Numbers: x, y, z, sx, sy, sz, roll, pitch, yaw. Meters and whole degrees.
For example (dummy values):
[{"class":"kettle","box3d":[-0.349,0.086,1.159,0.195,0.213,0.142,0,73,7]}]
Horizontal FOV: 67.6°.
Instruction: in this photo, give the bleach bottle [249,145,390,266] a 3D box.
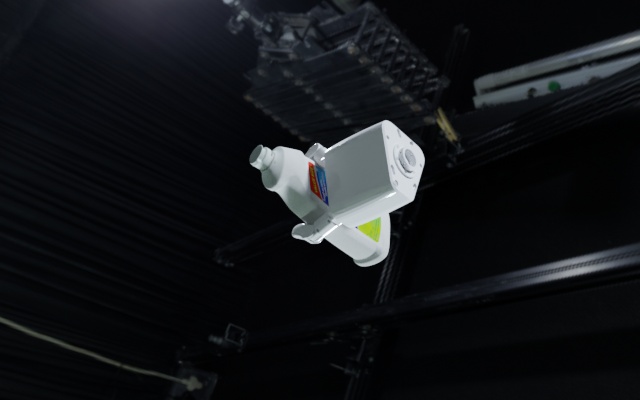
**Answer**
[{"class":"bleach bottle","box3d":[0.000,0.002,0.708,0.251,0.102,0.068,33,-42,-32]}]
